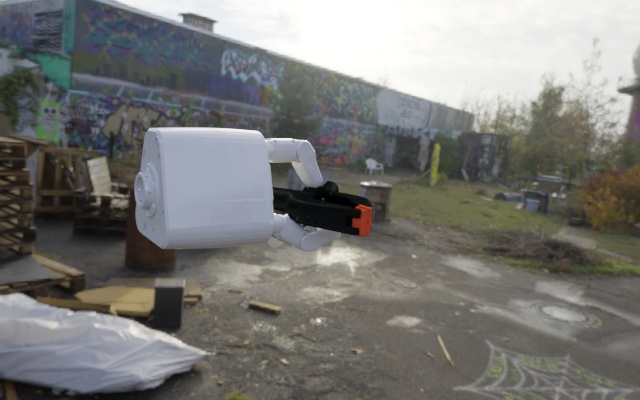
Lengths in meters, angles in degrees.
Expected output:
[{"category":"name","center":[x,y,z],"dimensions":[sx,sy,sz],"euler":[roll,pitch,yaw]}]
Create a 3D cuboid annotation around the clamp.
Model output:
[{"category":"clamp","center":[0.000,0.001,0.550],"dimensions":[0.164,0.036,0.210],"euler":[-5,13,-37]}]
